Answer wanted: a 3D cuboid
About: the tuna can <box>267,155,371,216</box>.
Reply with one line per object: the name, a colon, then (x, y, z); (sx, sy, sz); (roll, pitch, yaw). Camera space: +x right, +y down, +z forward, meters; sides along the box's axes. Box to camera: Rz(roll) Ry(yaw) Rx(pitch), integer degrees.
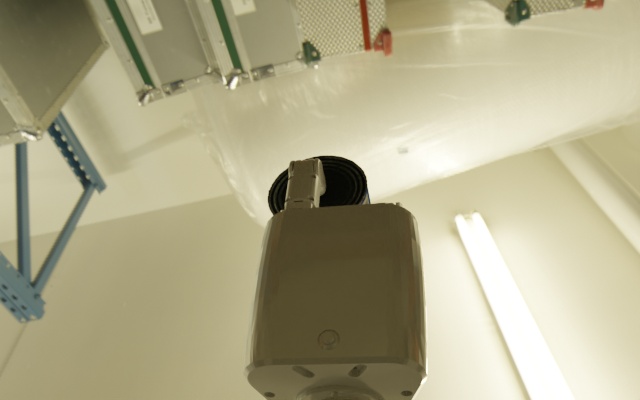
tuna can: (0.000, 0.002, 0.411); (0.086, 0.086, 0.034); (0, -44, 17)
